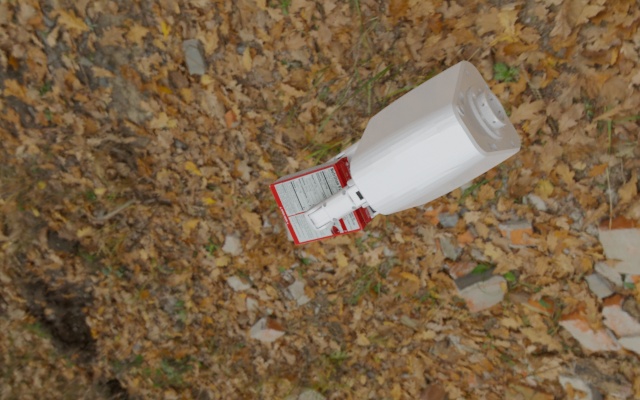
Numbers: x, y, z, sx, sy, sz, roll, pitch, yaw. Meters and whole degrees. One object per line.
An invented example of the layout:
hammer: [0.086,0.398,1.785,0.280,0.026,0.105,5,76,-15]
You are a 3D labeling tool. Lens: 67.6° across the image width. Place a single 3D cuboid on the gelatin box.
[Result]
gelatin box: [0.000,0.002,0.498,0.089,0.073,0.030,-16,14,32]
